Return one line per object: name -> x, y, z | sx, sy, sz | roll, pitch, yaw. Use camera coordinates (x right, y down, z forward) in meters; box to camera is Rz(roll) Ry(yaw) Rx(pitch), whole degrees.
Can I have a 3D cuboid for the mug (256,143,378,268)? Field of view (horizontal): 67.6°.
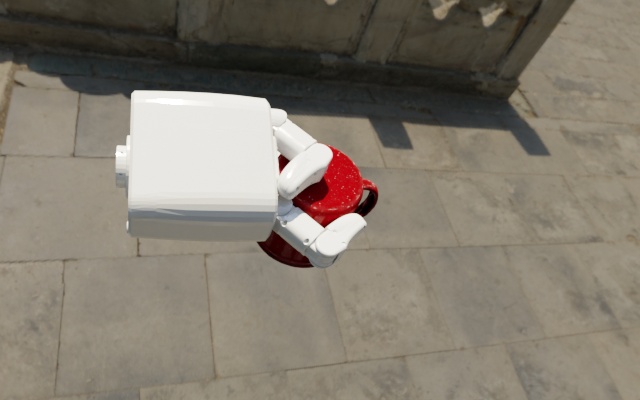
mug -> 0.001, 0.001, 0.441 | 0.117, 0.093, 0.081 | 0, -37, -22
